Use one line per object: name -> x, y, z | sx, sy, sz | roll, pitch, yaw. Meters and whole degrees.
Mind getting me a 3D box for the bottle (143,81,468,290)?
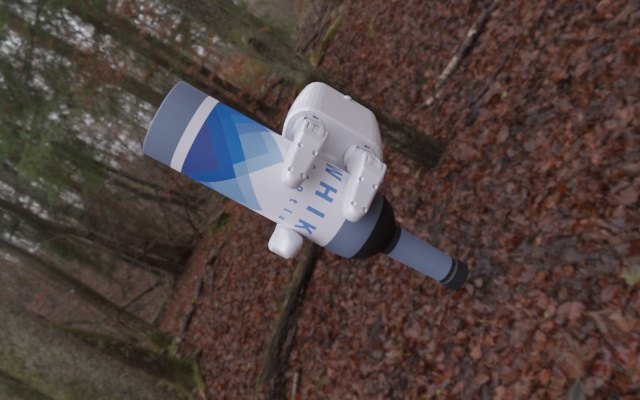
bottle -> 0.000, 0.001, 0.413 | 0.296, 0.069, 0.069 | 28, -5, -10
